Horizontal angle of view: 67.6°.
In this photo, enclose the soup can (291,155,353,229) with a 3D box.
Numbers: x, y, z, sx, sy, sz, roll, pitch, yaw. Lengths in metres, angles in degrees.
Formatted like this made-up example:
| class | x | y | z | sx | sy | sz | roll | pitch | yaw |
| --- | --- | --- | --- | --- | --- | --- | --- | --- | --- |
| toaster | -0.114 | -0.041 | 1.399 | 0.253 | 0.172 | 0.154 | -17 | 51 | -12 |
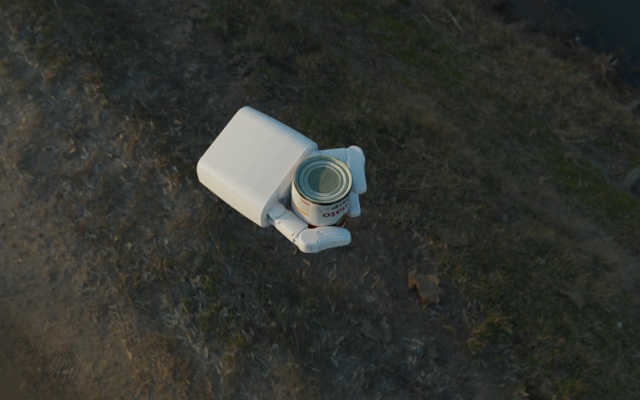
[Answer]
| class | x | y | z | sx | sy | sz | roll | pitch | yaw |
| --- | --- | --- | --- | --- | --- | --- | --- | --- | --- |
| soup can | 0.000 | 0.002 | 0.562 | 0.068 | 0.068 | 0.102 | 0 | -32 | -4 |
